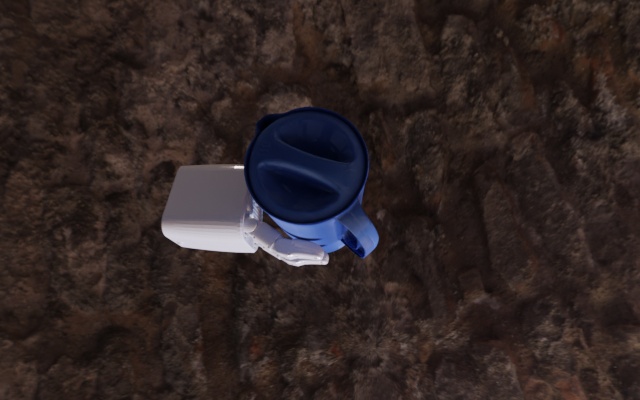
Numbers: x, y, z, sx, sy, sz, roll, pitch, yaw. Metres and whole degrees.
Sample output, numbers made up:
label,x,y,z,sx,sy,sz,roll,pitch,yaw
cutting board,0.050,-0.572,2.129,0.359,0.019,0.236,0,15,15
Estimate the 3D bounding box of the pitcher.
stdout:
label,x,y,z,sx,sy,sz,roll,pitch,yaw
pitcher,0.000,0.002,0.608,0.145,0.149,0.243,1,-17,6
